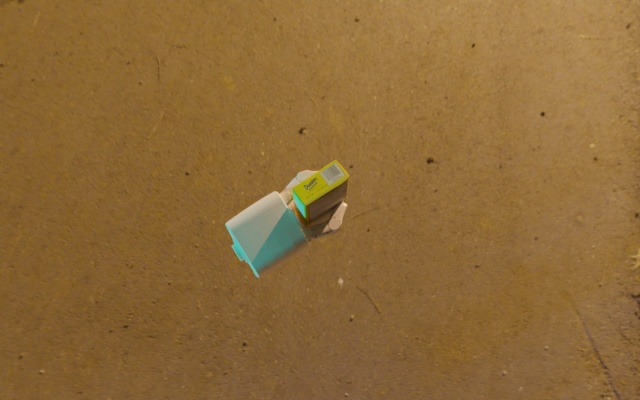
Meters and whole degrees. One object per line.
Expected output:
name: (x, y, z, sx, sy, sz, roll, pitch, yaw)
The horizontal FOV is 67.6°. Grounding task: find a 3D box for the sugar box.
sugar box: (0.000, 0.002, 0.860, 0.093, 0.048, 0.176, -33, -16, -13)
